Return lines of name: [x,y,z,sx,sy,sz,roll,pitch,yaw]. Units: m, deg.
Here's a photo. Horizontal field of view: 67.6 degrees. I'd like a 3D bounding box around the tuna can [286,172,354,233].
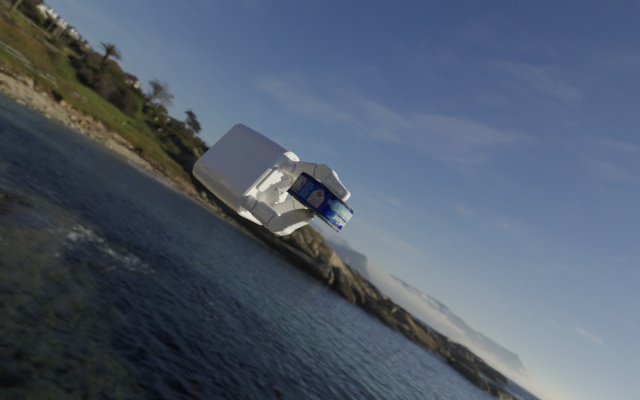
tuna can: [0.001,0.002,0.602,0.086,0.034,0.086,38,-3,2]
